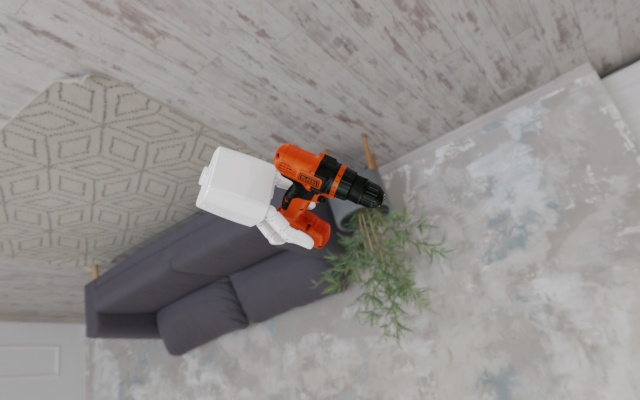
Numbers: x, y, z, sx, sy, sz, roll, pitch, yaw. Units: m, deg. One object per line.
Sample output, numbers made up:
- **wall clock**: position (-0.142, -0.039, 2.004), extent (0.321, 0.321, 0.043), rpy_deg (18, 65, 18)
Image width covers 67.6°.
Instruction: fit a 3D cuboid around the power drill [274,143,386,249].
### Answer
- **power drill**: position (0.000, 0.003, 0.800), extent (0.184, 0.057, 0.188), rpy_deg (26, -40, 4)
